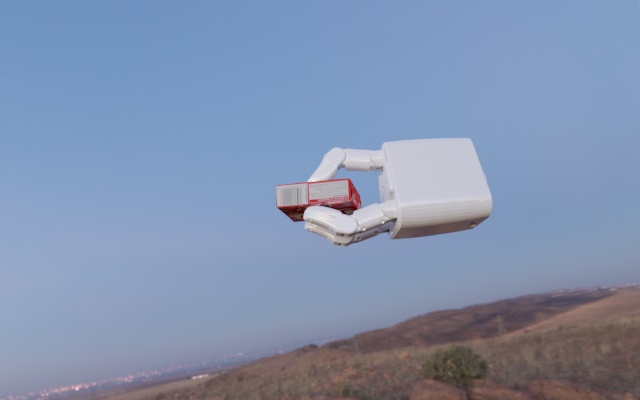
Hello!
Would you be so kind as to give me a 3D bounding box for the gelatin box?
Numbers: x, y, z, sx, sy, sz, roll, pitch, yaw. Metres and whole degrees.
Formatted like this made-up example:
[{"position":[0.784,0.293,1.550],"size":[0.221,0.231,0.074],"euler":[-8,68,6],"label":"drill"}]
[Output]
[{"position":[0.000,0.001,0.562],"size":[0.089,0.030,0.073],"euler":[-5,-16,11],"label":"gelatin box"}]
